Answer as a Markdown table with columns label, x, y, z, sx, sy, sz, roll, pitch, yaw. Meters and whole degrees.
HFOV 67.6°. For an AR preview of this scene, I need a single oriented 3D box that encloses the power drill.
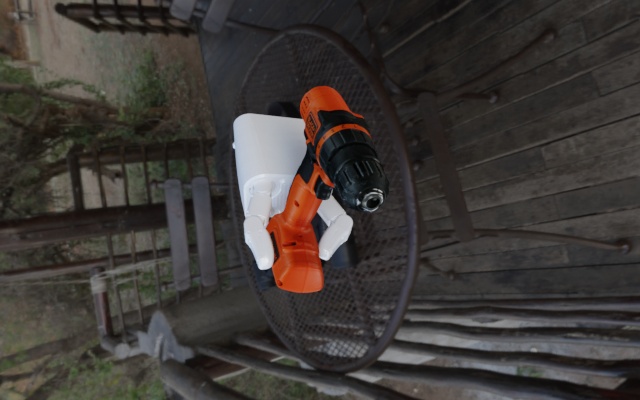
| label | x | y | z | sx | sy | sz | roll | pitch | yaw |
| --- | --- | --- | --- | --- | --- | --- | --- | --- | --- |
| power drill | 0.000 | 0.002 | 0.477 | 0.057 | 0.188 | 0.184 | 9 | 34 | -20 |
